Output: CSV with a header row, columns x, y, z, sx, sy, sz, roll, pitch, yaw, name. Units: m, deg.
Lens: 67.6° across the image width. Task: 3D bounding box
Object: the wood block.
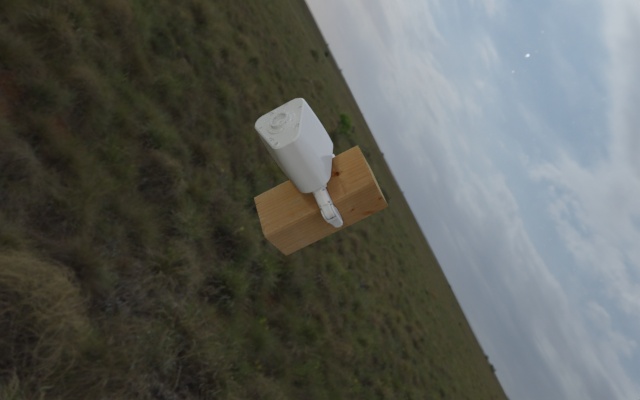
x,y,z,sx,sy,sz,roll,pitch,yaw,name
0.000,0.003,0.843,0.206,0.090,0.090,-26,-35,9,wood block
